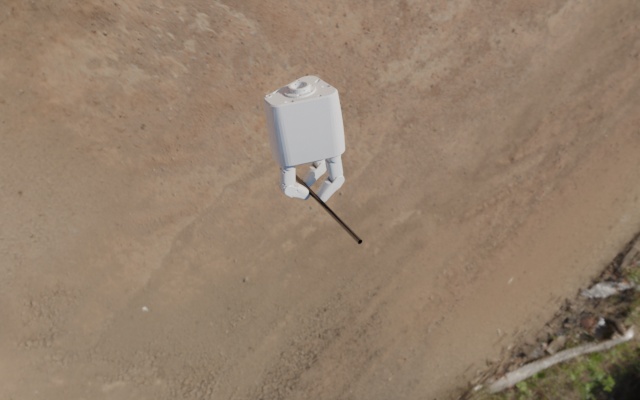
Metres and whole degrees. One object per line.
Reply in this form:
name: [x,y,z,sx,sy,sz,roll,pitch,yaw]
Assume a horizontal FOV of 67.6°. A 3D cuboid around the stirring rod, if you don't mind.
stirring rod: [0.000,0.003,0.795,0.011,0.011,0.239,0,29,-34]
